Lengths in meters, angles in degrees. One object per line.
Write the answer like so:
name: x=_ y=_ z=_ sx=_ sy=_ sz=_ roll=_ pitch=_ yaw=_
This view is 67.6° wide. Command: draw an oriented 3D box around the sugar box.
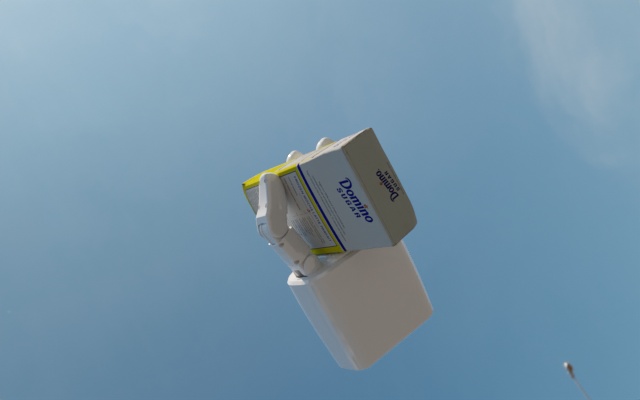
sugar box: x=0.000 y=0.001 z=0.448 sx=0.048 sy=0.093 sz=0.176 roll=-37 pitch=14 yaw=-37
